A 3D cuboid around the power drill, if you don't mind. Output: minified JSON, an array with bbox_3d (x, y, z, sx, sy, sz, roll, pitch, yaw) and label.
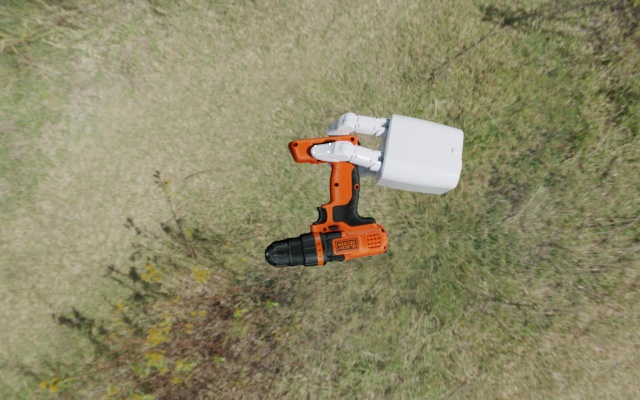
[{"bbox_3d":[0.000,0.002,0.710,0.184,0.187,0.057,-8,2,-10],"label":"power drill"}]
